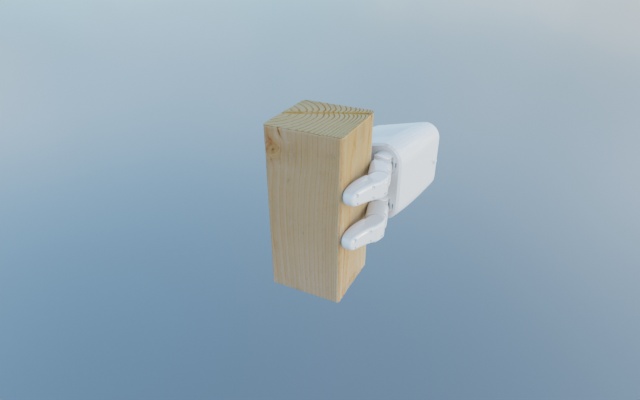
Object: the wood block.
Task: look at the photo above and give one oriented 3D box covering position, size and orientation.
[{"bbox_3d":[0.000,0.001,0.551,0.091,0.206,0.090,14,33,23],"label":"wood block"}]
